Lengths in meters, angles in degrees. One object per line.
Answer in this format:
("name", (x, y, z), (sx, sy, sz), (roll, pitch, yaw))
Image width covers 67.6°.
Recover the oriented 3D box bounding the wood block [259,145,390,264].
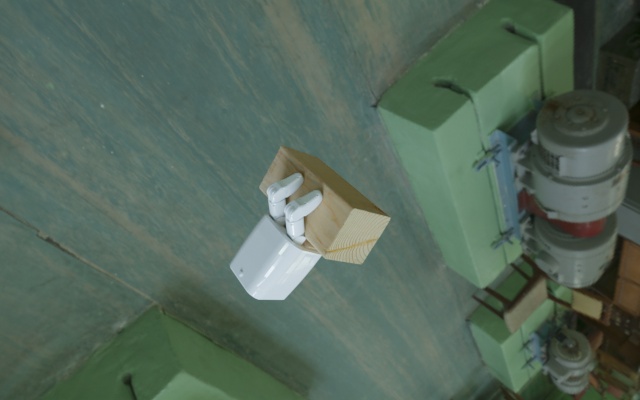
("wood block", (0.000, 0.003, 0.770), (0.091, 0.090, 0.206), (15, 20, -45))
